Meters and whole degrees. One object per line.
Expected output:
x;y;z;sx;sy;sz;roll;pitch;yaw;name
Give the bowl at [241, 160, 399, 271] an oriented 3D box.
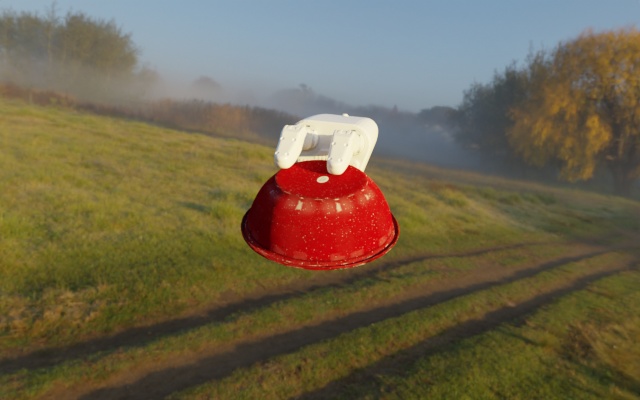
0.000;0.002;0.477;0.162;0.055;0.162;1;28;-1;bowl
